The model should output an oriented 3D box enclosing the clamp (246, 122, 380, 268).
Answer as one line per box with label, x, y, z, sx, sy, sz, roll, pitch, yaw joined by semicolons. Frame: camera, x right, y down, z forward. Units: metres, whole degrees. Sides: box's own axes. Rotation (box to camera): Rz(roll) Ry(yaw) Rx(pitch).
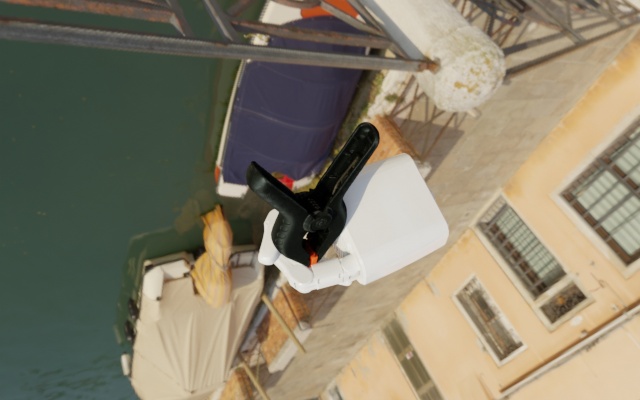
clamp;0.000;0.002;0.441;0.120;0.039;0.172;-22;-31;-11
